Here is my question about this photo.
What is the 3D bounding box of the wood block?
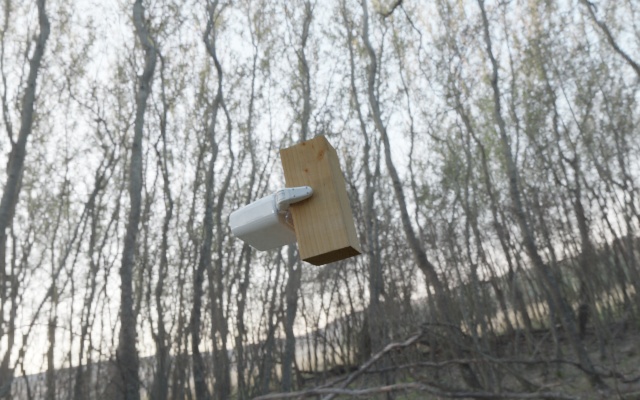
[{"bbox_3d":[0.000,0.003,0.855,0.090,0.206,0.091,-18,-19,14],"label":"wood block"}]
